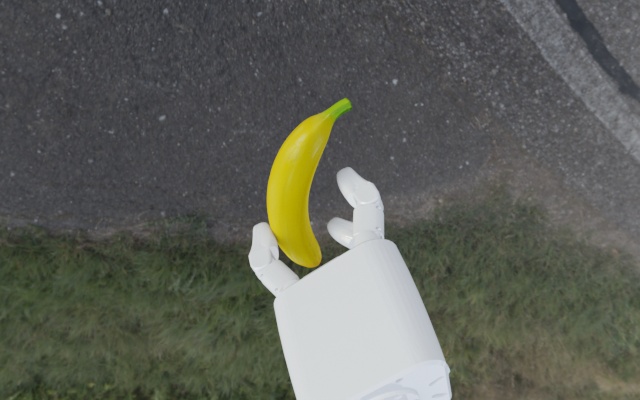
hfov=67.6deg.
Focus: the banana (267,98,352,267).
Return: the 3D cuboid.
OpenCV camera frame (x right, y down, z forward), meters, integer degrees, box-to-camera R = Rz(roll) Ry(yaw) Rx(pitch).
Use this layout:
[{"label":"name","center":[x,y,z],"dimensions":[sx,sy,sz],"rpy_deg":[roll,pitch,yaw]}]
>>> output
[{"label":"banana","center":[-0.017,0.000,0.443],"dimensions":[0.069,0.198,0.037],"rpy_deg":[-5,43,-20]}]
